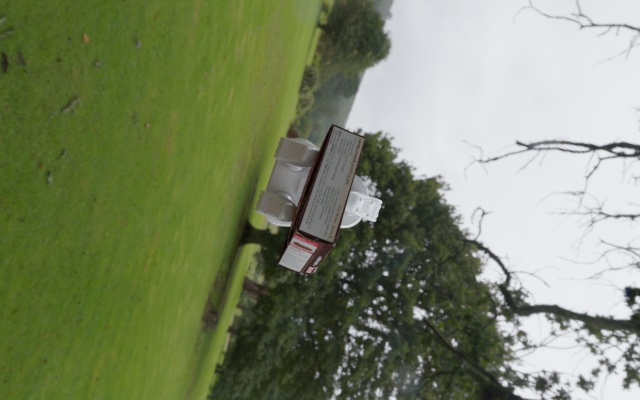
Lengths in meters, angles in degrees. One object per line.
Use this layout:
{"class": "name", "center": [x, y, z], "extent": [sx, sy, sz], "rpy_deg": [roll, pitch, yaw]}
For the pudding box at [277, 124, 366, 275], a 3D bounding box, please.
{"class": "pudding box", "center": [0.000, 0.002, 0.434], "extent": [0.039, 0.113, 0.090], "rpy_deg": [18, -28, -5]}
